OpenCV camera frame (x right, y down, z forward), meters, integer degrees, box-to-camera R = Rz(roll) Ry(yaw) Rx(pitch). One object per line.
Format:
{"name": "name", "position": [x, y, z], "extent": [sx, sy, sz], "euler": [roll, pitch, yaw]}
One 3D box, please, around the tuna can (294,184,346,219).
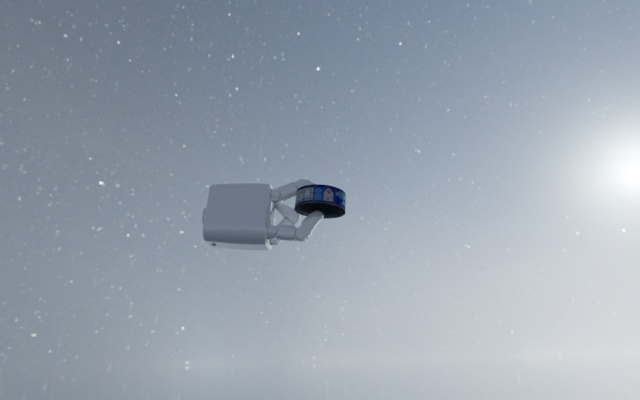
{"name": "tuna can", "position": [0.000, 0.002, 0.800], "extent": [0.086, 0.033, 0.086], "euler": [4, -19, 1]}
